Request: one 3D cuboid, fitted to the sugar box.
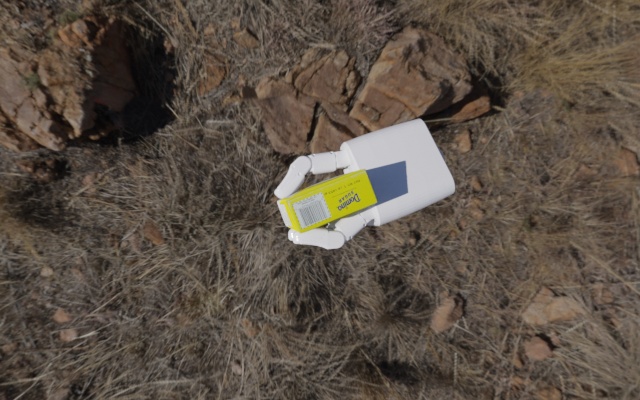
[{"bbox_3d":[0.000,0.002,0.584,0.093,0.048,0.176,-21,0,-7],"label":"sugar box"}]
